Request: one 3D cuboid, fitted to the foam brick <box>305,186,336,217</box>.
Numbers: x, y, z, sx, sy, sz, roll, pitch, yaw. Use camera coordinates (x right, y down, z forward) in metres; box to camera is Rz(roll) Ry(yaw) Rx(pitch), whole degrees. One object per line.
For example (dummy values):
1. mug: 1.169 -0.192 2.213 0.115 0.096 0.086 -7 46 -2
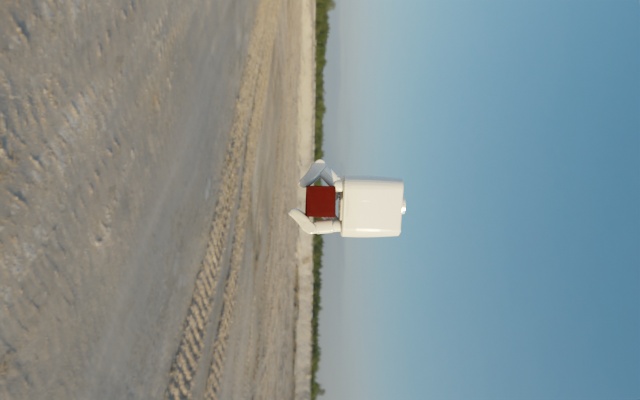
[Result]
1. foam brick: 0.000 0.003 0.832 0.051 0.053 0.078 2 -2 0
